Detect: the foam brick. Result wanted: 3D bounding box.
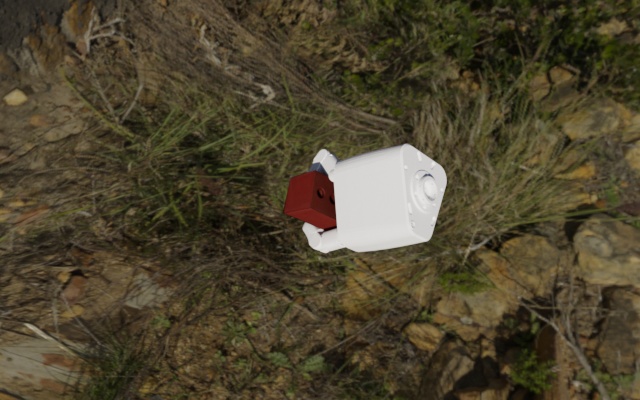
[{"bbox_3d":[0.000,0.002,0.625,0.078,0.053,0.051,25,-26,-37],"label":"foam brick"}]
